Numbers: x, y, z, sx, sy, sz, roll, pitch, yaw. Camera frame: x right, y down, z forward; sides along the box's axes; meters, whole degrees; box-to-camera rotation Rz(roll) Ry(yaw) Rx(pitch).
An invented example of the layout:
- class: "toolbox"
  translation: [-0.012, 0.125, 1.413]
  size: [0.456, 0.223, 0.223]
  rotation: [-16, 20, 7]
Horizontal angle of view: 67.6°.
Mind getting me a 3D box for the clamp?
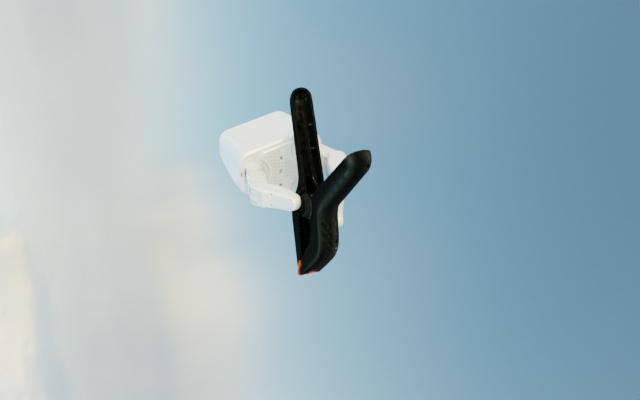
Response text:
- class: "clamp"
  translation: [-0.001, 0.002, 0.510]
  size: [0.036, 0.210, 0.164]
  rotation: [-7, 28, -21]
